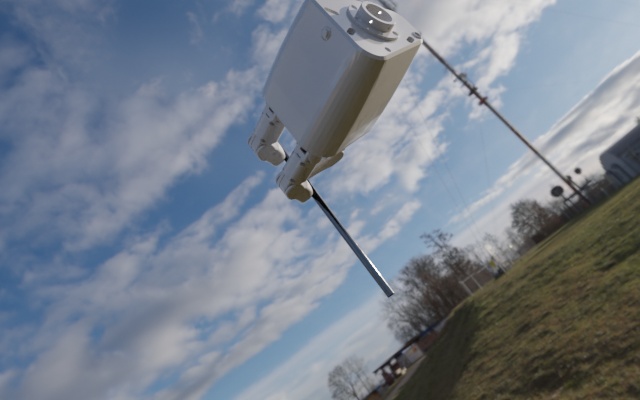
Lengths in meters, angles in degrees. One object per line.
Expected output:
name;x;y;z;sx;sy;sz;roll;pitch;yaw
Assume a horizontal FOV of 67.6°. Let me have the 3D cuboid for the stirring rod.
stirring rod;0.000;0.002;0.501;0.011;0.239;0.011;-31;-23;-15
